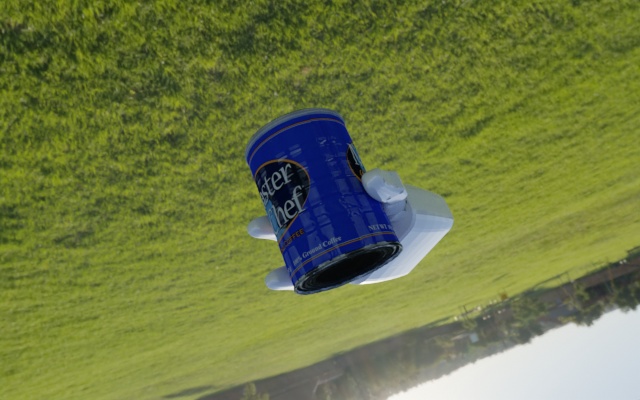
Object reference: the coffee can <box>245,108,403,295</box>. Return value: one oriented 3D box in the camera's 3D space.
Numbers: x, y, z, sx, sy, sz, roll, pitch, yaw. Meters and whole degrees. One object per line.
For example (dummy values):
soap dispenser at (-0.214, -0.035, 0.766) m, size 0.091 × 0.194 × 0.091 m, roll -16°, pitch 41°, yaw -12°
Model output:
coffee can at (0.000, 0.001, 0.440) m, size 0.103 × 0.140 × 0.103 m, roll -20°, pitch -21°, yaw -8°
